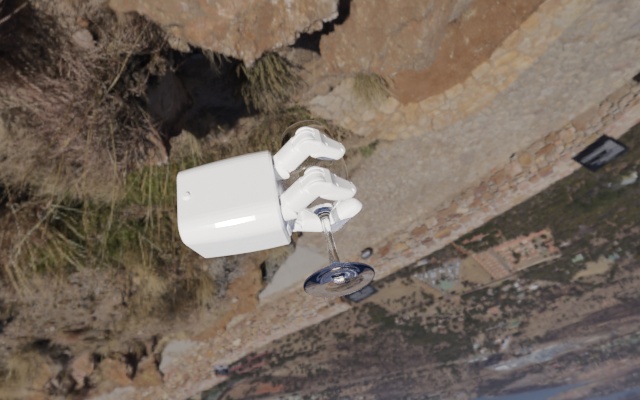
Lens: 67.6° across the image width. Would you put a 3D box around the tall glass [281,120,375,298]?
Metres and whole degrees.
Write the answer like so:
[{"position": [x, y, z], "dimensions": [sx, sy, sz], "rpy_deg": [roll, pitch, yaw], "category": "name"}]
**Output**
[{"position": [0.000, 0.002, 0.538], "dimensions": [0.079, 0.201, 0.079], "rpy_deg": [-9, -34, -6], "category": "tall glass"}]
